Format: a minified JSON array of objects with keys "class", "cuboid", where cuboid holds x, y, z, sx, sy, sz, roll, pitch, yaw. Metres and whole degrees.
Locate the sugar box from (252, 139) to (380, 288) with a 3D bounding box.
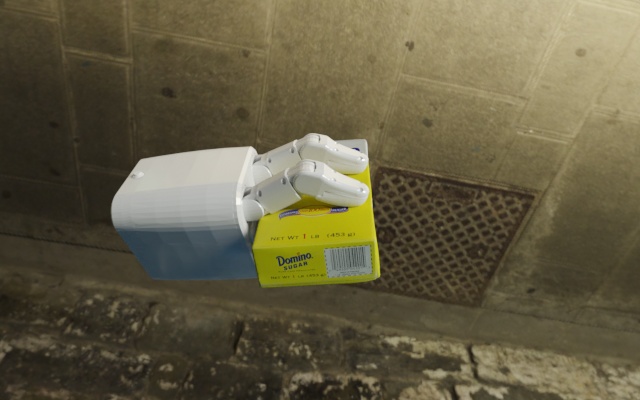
[{"class":"sugar box","cuboid":[0.000,0.001,0.423,0.093,0.048,0.176,-4,34,4]}]
